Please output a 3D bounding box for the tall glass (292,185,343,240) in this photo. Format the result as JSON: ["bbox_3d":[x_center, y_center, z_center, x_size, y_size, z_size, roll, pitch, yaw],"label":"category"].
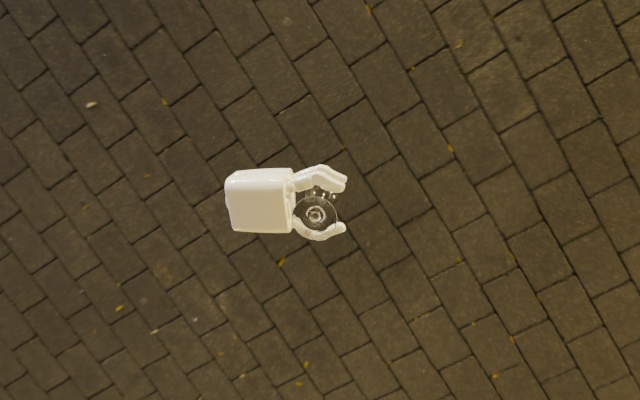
[{"bbox_3d":[0.000,0.003,0.864,0.079,0.079,0.201,0,15,7],"label":"tall glass"}]
